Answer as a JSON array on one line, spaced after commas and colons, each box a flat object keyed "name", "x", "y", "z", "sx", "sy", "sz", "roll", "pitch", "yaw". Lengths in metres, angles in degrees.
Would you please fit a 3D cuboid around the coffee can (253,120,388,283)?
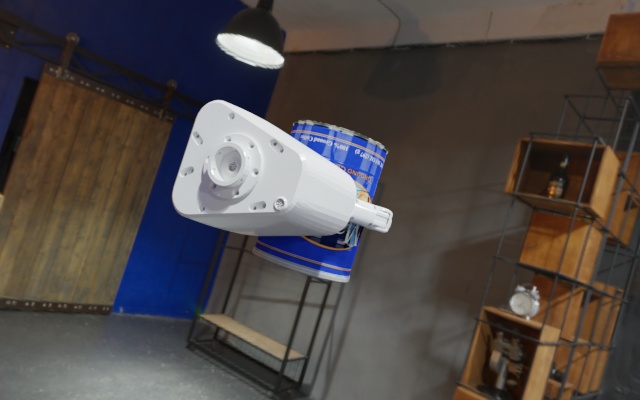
[{"name": "coffee can", "x": 0.000, "y": 0.002, "z": 0.491, "sx": 0.103, "sy": 0.140, "sz": 0.103, "roll": 17, "pitch": -2, "yaw": 1}]
